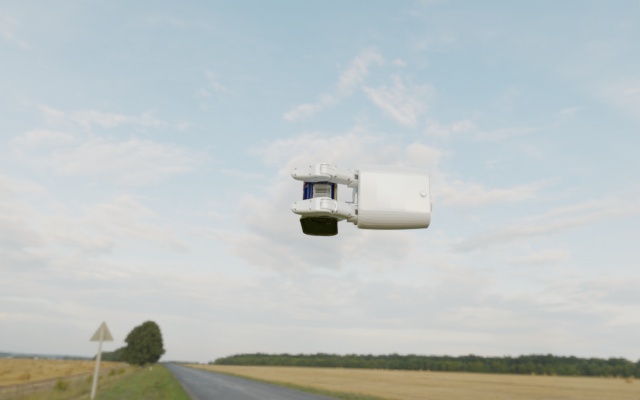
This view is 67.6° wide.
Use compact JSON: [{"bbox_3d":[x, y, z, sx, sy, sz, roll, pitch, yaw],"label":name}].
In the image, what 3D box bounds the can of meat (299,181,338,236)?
[{"bbox_3d":[0.000,0.002,0.748,0.057,0.084,0.102,1,-19,3],"label":"can of meat"}]
